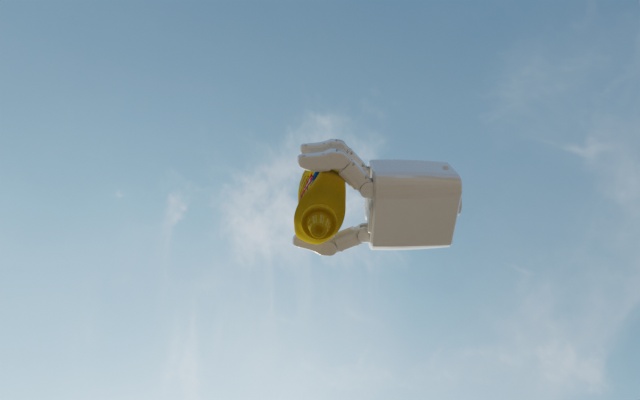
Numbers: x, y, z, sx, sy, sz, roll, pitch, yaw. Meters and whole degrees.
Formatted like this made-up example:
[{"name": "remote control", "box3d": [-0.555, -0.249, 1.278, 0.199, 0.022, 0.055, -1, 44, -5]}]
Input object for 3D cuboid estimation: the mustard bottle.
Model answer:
[{"name": "mustard bottle", "box3d": [0.000, 0.002, 0.605, 0.058, 0.096, 0.191, 23, 18, -7]}]
